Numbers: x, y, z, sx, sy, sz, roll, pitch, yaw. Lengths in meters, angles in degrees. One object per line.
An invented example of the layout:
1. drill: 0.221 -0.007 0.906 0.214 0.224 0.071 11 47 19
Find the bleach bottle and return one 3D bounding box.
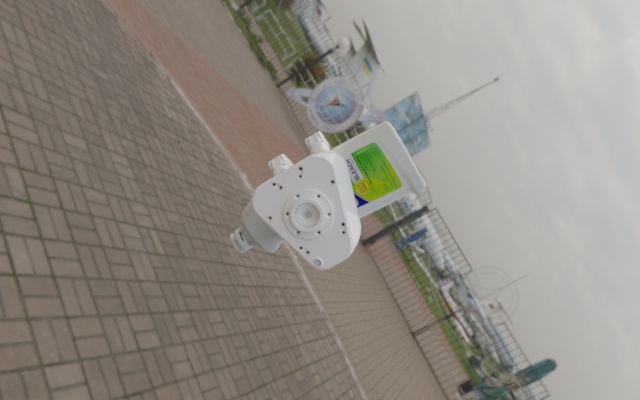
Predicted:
1. bleach bottle: 0.000 0.002 0.614 0.251 0.102 0.068 -30 3 8
